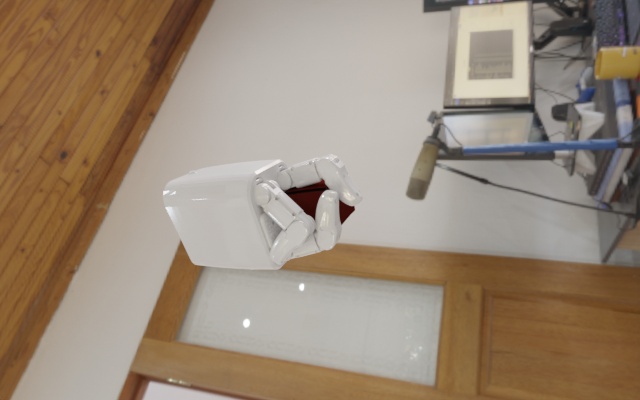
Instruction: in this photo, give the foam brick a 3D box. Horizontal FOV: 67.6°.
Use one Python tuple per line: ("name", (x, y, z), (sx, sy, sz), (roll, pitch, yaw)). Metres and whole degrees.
("foam brick", (0.000, 0.002, 0.535), (0.051, 0.053, 0.078), (-7, 14, 22))
